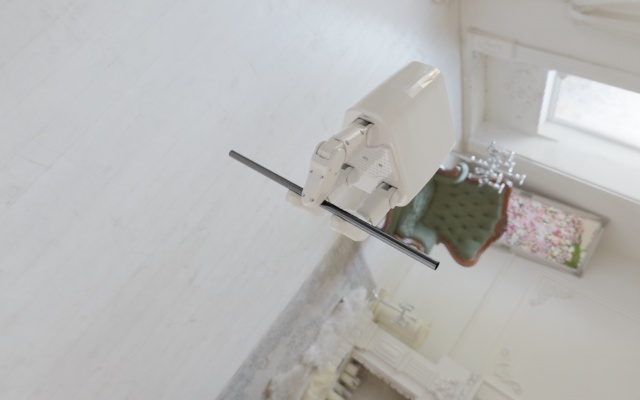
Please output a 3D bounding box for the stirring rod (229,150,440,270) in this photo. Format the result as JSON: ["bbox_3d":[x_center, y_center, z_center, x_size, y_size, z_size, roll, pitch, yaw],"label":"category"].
[{"bbox_3d":[0.000,0.001,0.435,0.239,0.011,0.011,29,15,29],"label":"stirring rod"}]
